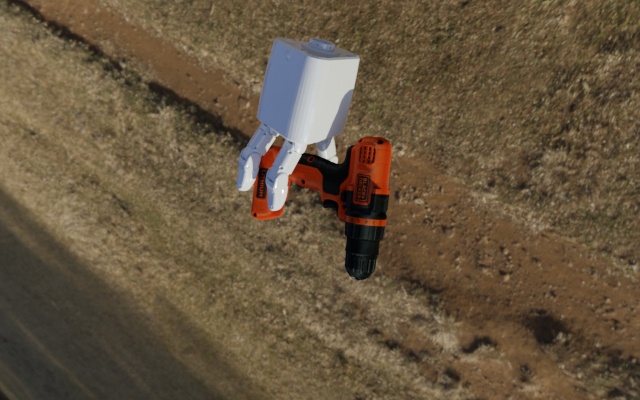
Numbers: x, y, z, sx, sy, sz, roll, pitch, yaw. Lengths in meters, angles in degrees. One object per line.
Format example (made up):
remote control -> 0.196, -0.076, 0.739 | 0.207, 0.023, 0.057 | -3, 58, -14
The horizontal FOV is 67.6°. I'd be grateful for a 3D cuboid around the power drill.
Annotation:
power drill -> 0.000, 0.002, 0.639 | 0.187, 0.184, 0.057 | 8, 2, 25
